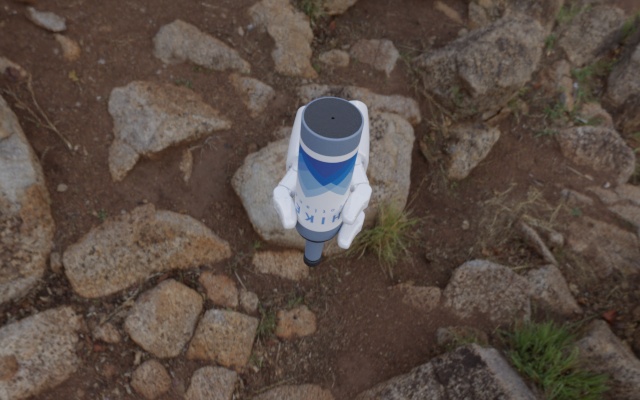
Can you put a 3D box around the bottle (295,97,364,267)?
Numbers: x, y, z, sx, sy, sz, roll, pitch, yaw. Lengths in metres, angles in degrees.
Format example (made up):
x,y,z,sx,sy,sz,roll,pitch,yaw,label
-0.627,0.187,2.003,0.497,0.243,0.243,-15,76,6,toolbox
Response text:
x,y,z,sx,sy,sz,roll,pitch,yaw,label
0.000,0.002,0.616,0.069,0.069,0.296,0,-37,-6,bottle
